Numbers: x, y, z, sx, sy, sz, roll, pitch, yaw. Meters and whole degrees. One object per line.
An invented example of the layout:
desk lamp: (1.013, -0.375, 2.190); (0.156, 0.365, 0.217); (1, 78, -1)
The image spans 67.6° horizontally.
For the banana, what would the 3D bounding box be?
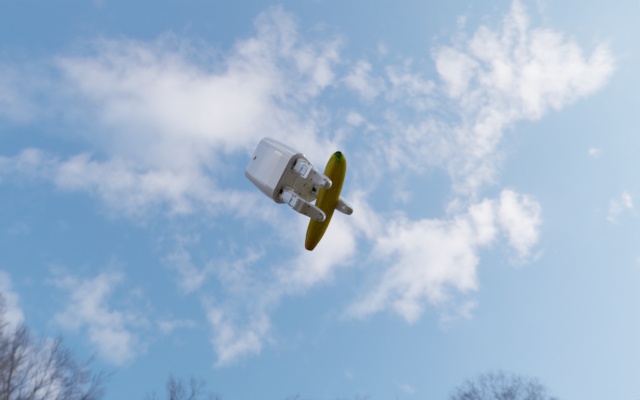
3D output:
banana: (0.009, -0.006, 0.829); (0.037, 0.198, 0.069); (24, 28, 17)
